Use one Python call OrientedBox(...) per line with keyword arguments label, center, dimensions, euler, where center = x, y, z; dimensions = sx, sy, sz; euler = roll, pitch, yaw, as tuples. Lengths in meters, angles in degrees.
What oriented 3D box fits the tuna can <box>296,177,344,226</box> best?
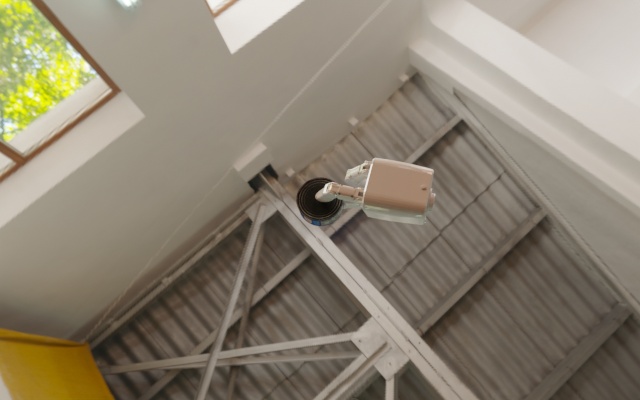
OrientedBox(label="tuna can", center=(0.000, 0.003, 0.876), dimensions=(0.086, 0.086, 0.034), euler=(0, -24, 6))
